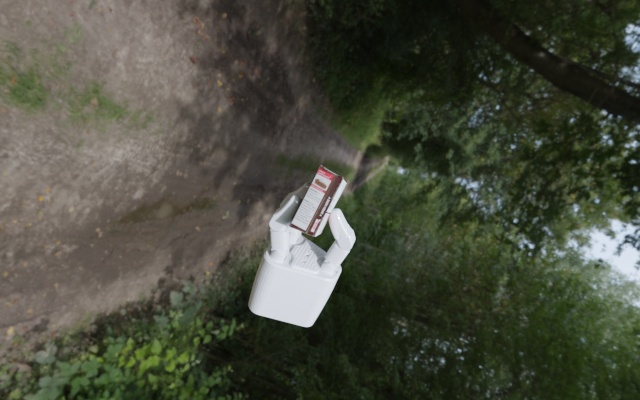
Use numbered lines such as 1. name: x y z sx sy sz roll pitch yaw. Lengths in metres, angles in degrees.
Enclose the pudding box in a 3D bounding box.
1. pudding box: 0.000 0.002 0.660 0.039 0.090 0.113 26 2 4
